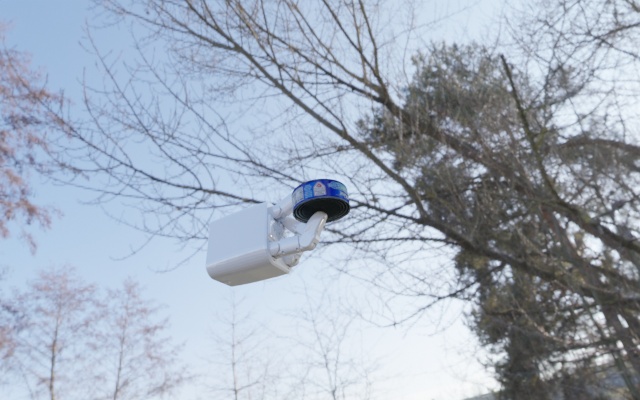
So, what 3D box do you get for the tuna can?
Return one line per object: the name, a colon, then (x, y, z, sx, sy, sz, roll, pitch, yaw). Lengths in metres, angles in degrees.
tuna can: (0.000, 0.002, 0.707, 0.086, 0.033, 0.086, -5, -27, -3)
